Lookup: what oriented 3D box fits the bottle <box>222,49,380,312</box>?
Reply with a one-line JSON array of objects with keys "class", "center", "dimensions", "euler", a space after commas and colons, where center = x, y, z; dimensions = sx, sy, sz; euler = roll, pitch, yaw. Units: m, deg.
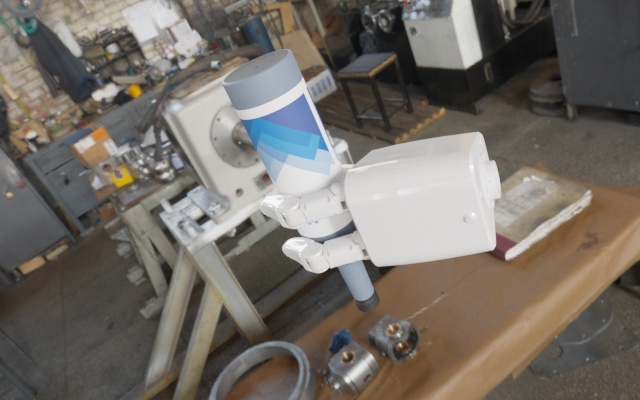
[{"class": "bottle", "center": [0.000, 0.001, 0.480], "dimensions": [0.069, 0.296, 0.069], "euler": [-19, 29, 11]}]
